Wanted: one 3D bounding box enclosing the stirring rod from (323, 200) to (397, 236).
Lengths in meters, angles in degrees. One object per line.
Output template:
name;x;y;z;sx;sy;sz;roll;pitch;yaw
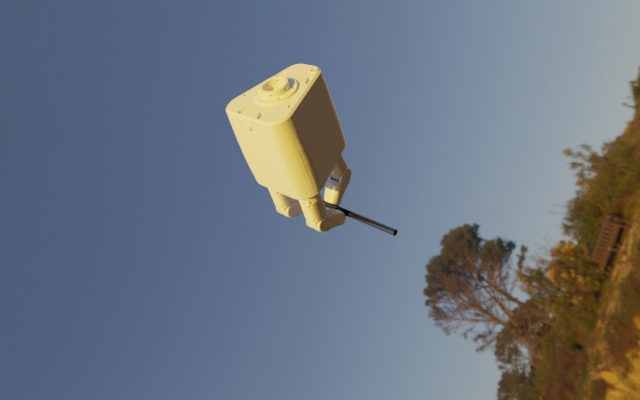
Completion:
stirring rod;0.000;0.002;0.636;0.239;0.011;0.011;22;14;37
